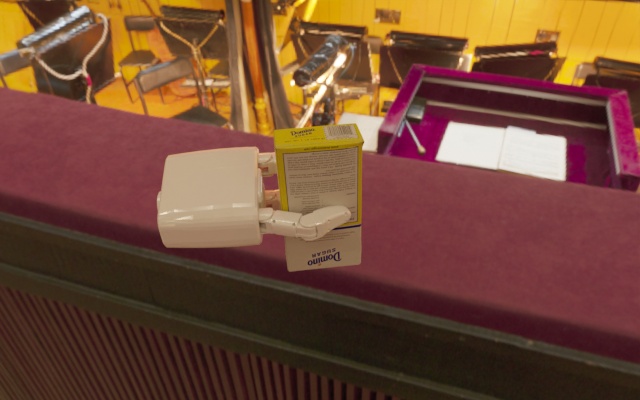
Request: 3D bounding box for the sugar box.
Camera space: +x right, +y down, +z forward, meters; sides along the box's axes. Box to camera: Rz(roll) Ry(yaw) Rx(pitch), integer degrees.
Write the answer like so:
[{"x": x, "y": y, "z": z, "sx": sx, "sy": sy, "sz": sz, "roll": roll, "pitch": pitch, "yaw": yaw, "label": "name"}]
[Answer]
[{"x": 0.000, "y": 0.001, "z": 0.549, "sx": 0.093, "sy": 0.176, "sz": 0.048, "roll": -5, "pitch": 39, "yaw": -4, "label": "sugar box"}]
